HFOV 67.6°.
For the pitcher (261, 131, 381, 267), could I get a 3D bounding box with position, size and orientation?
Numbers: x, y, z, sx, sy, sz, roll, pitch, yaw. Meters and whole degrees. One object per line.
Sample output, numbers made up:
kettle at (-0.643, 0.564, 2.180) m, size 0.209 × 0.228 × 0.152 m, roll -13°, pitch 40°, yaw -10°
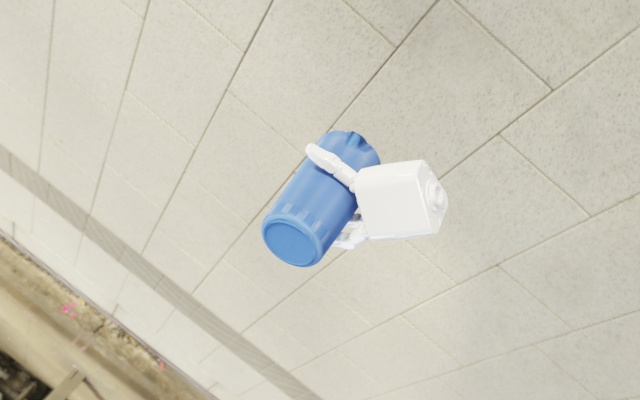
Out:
pitcher at (0.000, 0.003, 0.814) m, size 0.145 × 0.149 × 0.242 m, roll -7°, pitch 32°, yaw 35°
